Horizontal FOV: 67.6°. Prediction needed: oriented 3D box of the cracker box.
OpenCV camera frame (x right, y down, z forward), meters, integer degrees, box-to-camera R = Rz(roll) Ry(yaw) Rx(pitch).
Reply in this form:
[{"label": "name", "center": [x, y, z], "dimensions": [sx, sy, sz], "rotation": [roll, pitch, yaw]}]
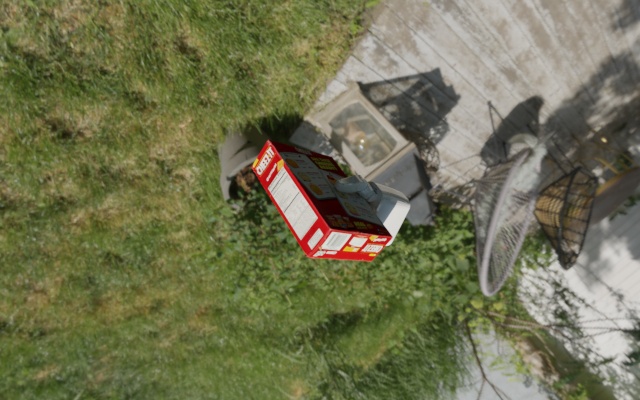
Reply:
[{"label": "cracker box", "center": [0.000, 0.003, 0.807], "dimensions": [0.164, 0.072, 0.213], "rotation": [10, 36, -47]}]
